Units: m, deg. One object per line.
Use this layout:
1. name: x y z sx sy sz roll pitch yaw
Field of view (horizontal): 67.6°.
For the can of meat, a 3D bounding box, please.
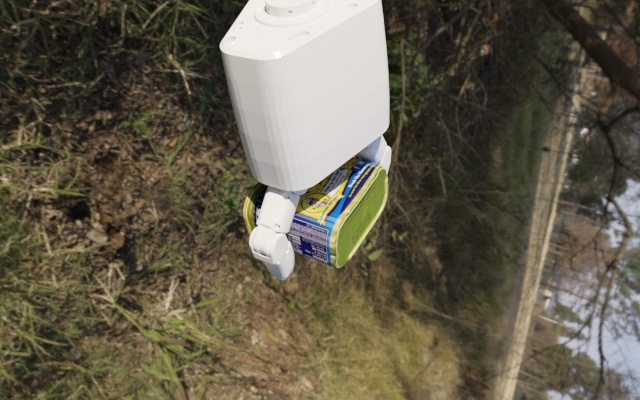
1. can of meat: 0.000 0.002 0.405 0.084 0.057 0.102 18 48 25
